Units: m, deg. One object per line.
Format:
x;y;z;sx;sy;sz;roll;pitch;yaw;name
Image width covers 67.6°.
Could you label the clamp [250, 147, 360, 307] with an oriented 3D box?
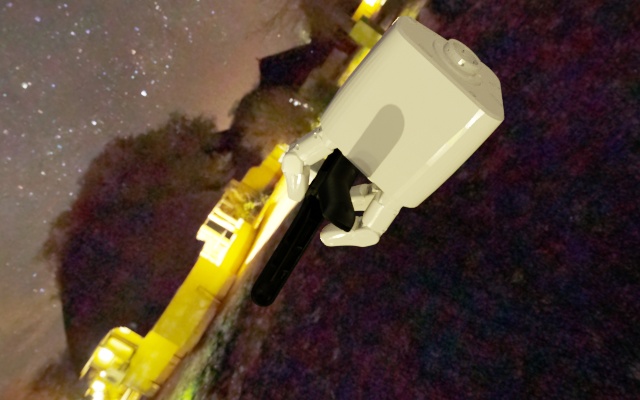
0.000;0.001;0.471;0.036;0.165;0.209;34;39;-9;clamp
